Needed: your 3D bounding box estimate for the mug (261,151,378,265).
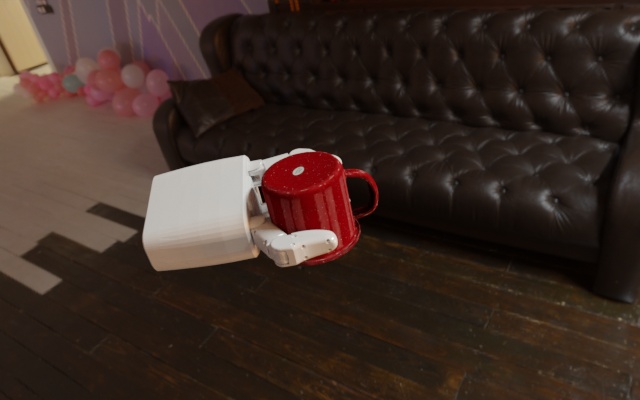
[{"bbox_3d":[0.001,0.001,0.479,0.117,0.081,0.093,-12,33,1],"label":"mug"}]
